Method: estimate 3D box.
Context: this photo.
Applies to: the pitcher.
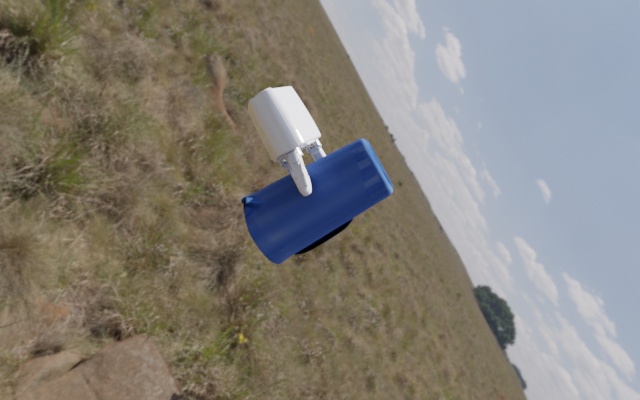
[{"bbox_3d":[0.000,0.003,0.824,0.243,0.145,0.149,-29,1,10],"label":"pitcher"}]
